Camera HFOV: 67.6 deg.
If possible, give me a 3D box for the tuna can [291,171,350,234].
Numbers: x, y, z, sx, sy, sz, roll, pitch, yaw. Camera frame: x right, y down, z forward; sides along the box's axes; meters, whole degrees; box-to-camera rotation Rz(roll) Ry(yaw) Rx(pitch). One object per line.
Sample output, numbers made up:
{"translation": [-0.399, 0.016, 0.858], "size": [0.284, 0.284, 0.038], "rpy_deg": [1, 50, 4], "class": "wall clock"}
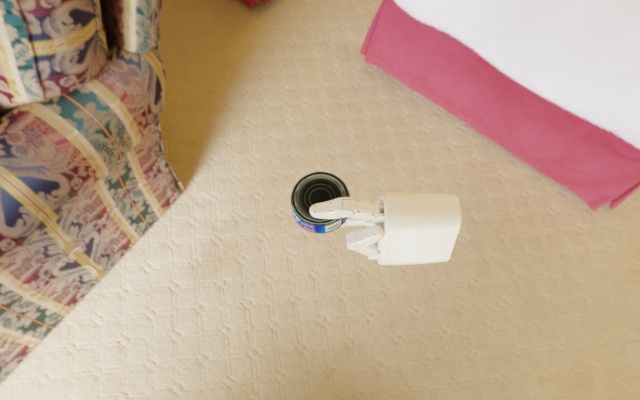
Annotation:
{"translation": [0.000, 0.002, 0.684], "size": [0.086, 0.086, 0.034], "rpy_deg": [0, -25, 2], "class": "tuna can"}
